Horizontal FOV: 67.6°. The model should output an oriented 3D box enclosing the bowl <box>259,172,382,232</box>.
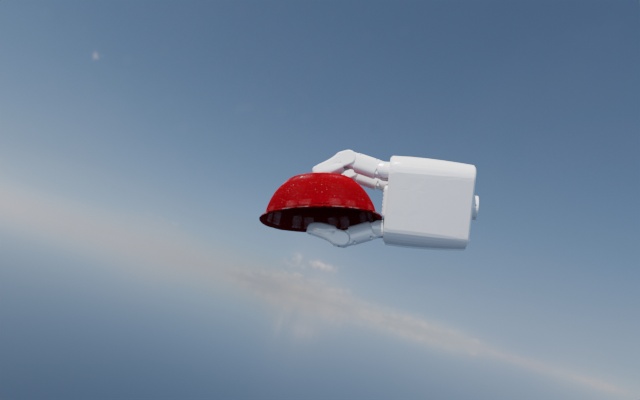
[{"bbox_3d":[-0.001,0.002,0.635,0.162,0.055,0.162,-1,-14,0],"label":"bowl"}]
